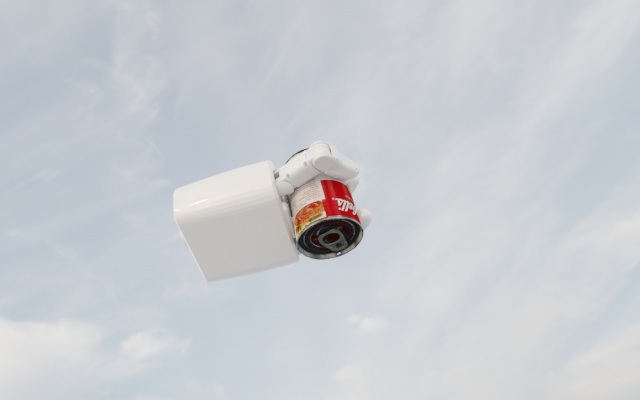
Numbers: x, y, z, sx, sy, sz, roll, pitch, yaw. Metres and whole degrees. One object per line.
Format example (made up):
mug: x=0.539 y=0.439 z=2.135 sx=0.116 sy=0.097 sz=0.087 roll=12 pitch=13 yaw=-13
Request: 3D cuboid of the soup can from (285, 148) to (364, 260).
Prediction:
soup can: x=0.000 y=0.001 z=0.503 sx=0.068 sy=0.102 sz=0.069 roll=-8 pitch=-40 yaw=-7
